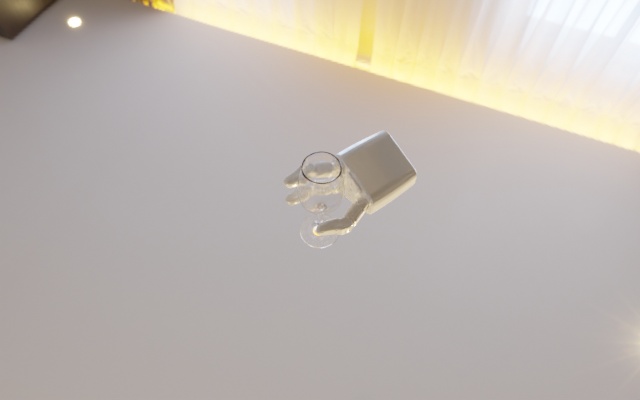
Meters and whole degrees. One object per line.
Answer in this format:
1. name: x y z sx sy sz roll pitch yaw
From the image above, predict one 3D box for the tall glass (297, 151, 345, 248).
1. tall glass: 0.000 0.003 0.807 0.079 0.079 0.201 0 -32 -1
